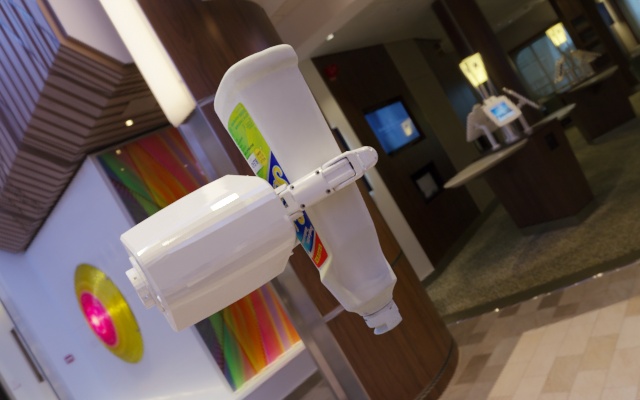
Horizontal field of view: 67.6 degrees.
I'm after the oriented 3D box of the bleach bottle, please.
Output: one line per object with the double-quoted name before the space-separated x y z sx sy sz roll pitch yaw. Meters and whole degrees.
"bleach bottle" 0.000 0.001 0.415 0.068 0.251 0.102 -31 1 -24
